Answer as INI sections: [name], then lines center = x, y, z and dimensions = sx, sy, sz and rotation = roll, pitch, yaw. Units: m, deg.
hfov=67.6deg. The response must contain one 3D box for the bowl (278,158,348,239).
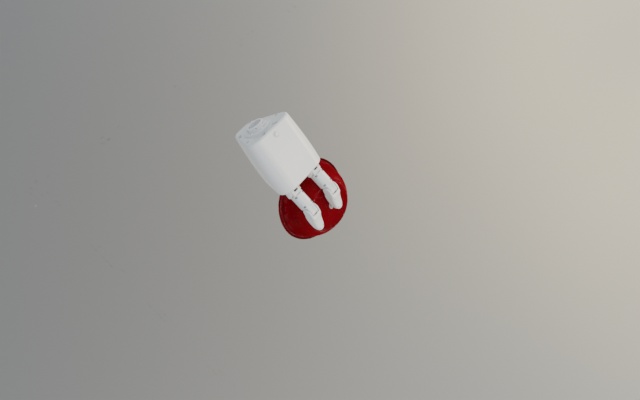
[bowl]
center = 0.001, 0.004, 0.898
dimensions = 0.162, 0.162, 0.055
rotation = 0, 14, -45
